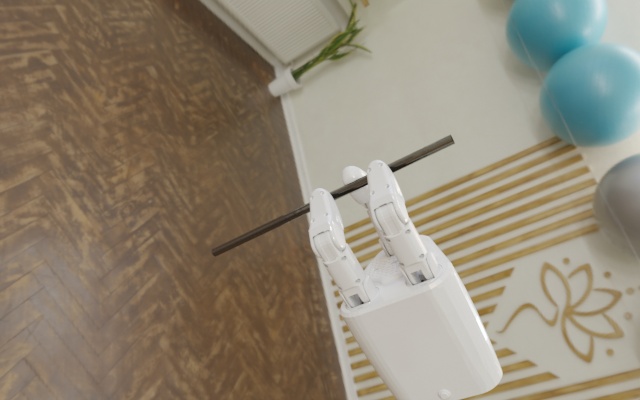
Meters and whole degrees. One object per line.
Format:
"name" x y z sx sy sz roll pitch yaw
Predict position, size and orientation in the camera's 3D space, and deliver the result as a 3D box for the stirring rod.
"stirring rod" 0.000 0.001 0.409 0.239 0.011 0.011 -26 -10 22
